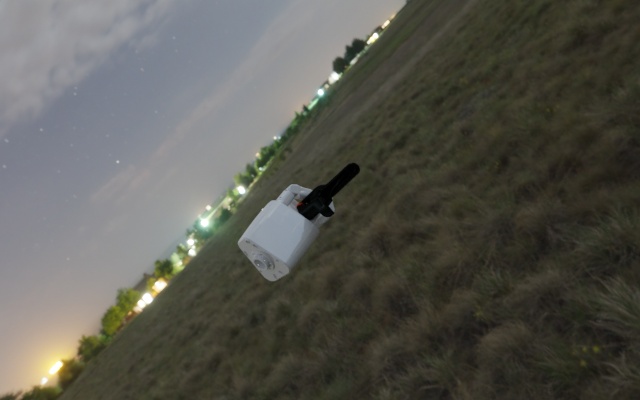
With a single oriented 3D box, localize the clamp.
[{"bbox_3d":[0.000,0.002,0.889,0.171,0.039,0.120,-37,13,50],"label":"clamp"}]
